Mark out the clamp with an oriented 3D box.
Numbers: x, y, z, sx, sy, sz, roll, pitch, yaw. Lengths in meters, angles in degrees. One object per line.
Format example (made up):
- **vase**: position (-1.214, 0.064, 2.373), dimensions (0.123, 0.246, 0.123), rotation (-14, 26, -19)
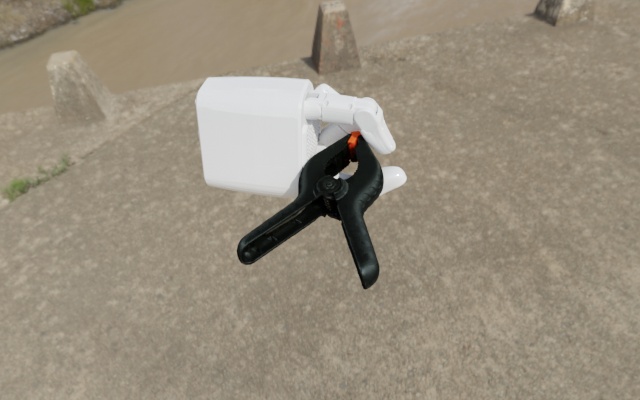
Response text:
- **clamp**: position (0.000, 0.001, 0.426), dimensions (0.120, 0.039, 0.171), rotation (6, 45, 10)
